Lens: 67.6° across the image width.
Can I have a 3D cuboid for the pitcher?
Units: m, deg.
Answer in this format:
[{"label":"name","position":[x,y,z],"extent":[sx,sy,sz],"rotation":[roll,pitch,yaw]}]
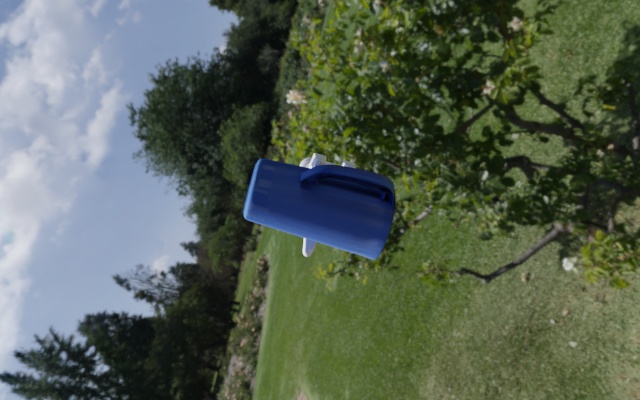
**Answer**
[{"label":"pitcher","position":[0.000,0.003,0.809],"extent":[0.243,0.149,0.145],"rotation":[15,7,-7]}]
